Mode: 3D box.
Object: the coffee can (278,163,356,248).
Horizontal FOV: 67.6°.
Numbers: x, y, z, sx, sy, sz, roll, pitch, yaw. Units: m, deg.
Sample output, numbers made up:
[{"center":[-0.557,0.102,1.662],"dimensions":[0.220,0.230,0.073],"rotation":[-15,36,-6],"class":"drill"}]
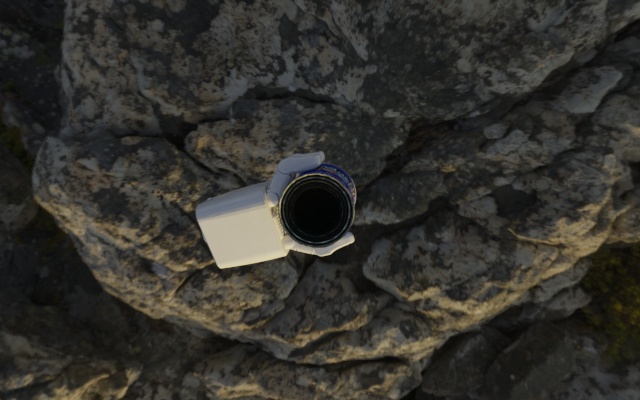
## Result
[{"center":[0.000,0.002,0.701],"dimensions":[0.103,0.103,0.140],"rotation":[0,10,5],"class":"coffee can"}]
